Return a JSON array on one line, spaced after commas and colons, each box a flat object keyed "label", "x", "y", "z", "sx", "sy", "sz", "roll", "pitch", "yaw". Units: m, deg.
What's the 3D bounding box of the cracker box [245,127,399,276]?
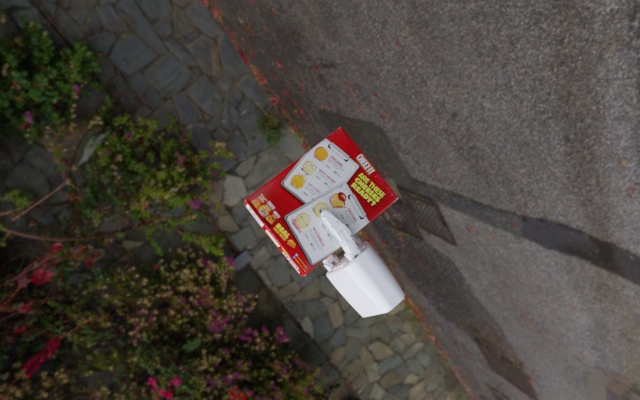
[{"label": "cracker box", "x": 0.000, "y": 0.003, "z": 0.836, "sx": 0.213, "sy": 0.164, "sz": 0.072, "roll": -39, "pitch": 0, "yaw": -13}]
